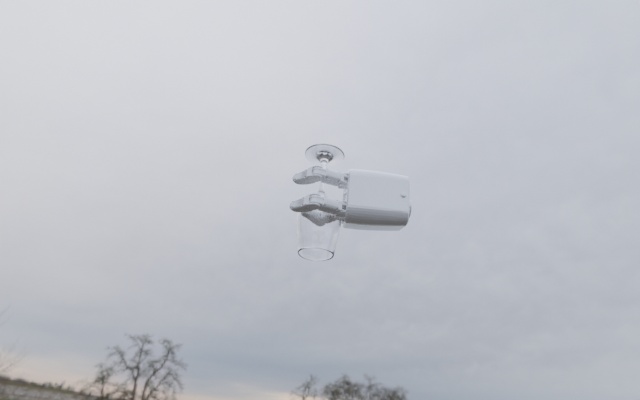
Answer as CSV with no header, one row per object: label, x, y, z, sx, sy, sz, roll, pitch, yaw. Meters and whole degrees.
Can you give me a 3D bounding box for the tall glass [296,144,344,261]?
tall glass,0.000,0.002,0.847,0.079,0.201,0.079,4,-27,2
